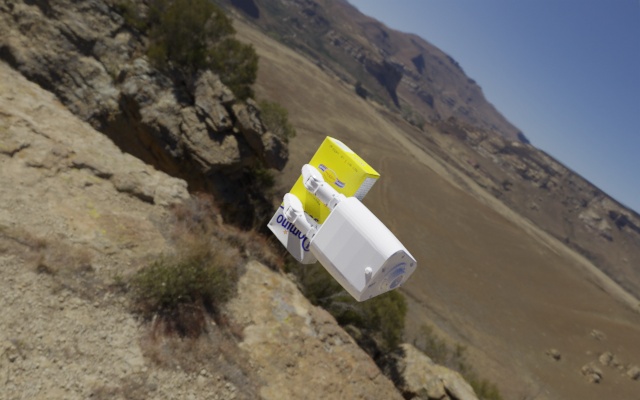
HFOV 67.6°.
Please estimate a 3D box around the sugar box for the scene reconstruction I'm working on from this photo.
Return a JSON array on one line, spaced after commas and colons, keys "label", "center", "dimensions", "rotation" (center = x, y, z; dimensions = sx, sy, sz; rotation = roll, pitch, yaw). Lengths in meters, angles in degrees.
[{"label": "sugar box", "center": [0.000, 0.002, 0.722], "dimensions": [0.093, 0.176, 0.048], "rotation": [45, 19, 28]}]
